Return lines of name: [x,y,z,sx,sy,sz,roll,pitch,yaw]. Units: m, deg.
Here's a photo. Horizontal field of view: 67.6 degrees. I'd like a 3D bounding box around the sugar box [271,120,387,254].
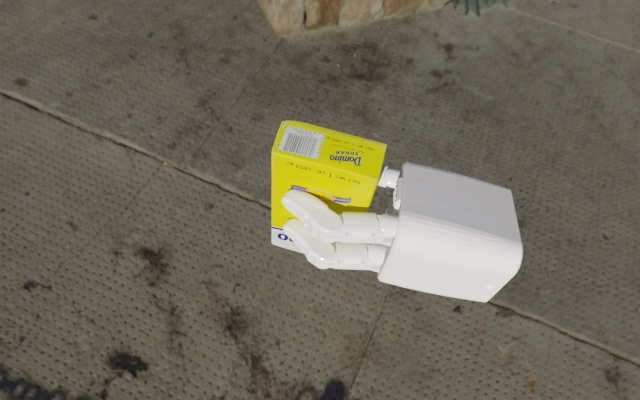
sugar box: [0.000,0.002,0.467,0.093,0.048,0.176,15,-33,4]
